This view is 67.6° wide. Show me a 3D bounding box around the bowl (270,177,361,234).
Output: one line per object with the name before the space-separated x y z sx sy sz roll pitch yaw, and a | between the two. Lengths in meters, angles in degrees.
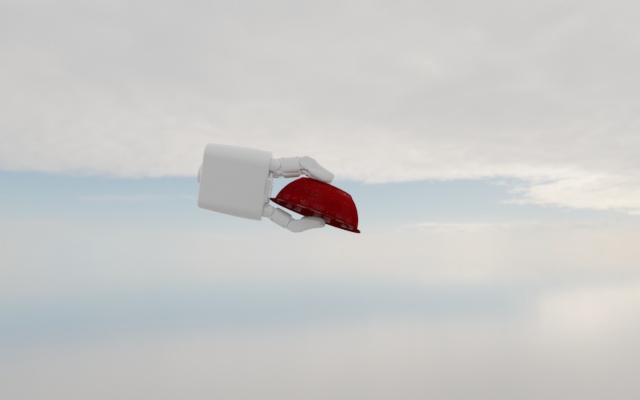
bowl | 0.001 0.003 0.798 0.162 0.055 0.162 21 -7 2
